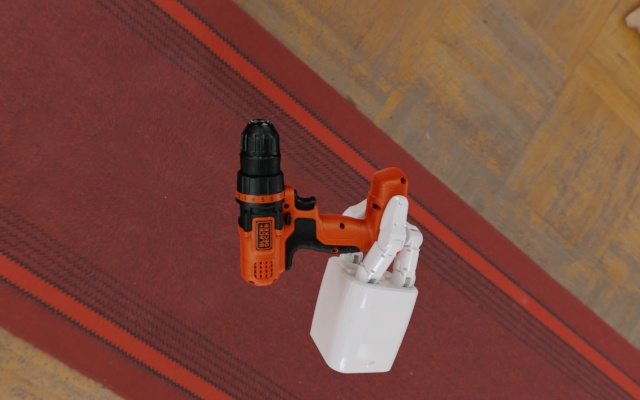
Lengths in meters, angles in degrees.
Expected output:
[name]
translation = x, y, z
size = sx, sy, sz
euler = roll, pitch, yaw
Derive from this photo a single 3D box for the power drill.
[power drill]
translation = 0.001, 0.002, 0.534
size = 0.187, 0.184, 0.057
euler = -2, 20, -13
